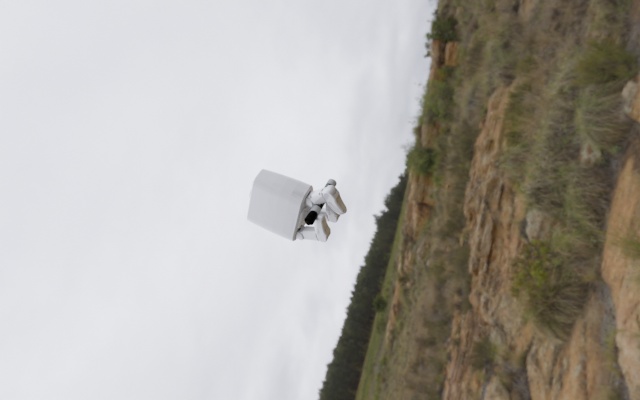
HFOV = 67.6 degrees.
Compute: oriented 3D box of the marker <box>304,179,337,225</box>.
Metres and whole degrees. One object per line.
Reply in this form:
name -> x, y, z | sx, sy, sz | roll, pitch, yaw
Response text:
marker -> 0.000, 0.003, 0.893 | 0.020, 0.020, 0.121 | 0, 40, 30
